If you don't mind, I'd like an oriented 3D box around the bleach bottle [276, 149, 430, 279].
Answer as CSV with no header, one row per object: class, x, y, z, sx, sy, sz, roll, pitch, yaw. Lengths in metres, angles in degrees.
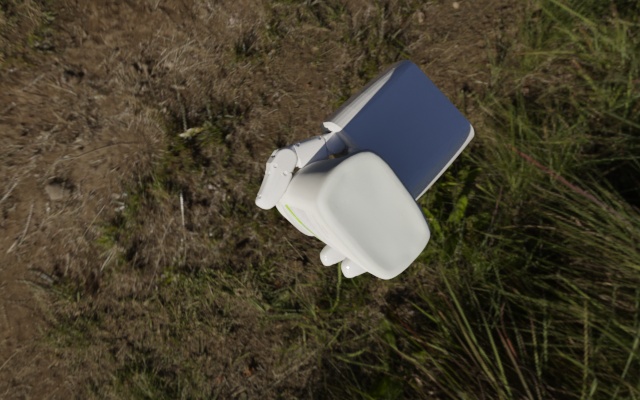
bleach bottle,0.000,0.002,0.469,0.068,0.102,0.251,-44,18,-12
